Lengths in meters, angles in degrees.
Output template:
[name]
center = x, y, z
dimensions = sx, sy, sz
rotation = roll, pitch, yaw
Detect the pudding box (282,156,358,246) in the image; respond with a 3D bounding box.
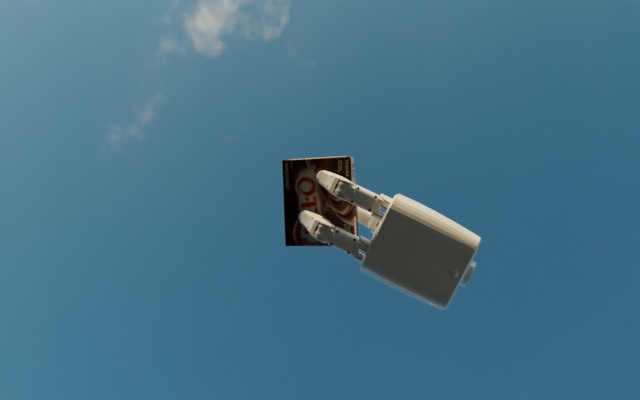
[pudding box]
center = 0.000, 0.002, 0.608
dimensions = 0.090, 0.113, 0.039
rotation = -2, 0, 14
